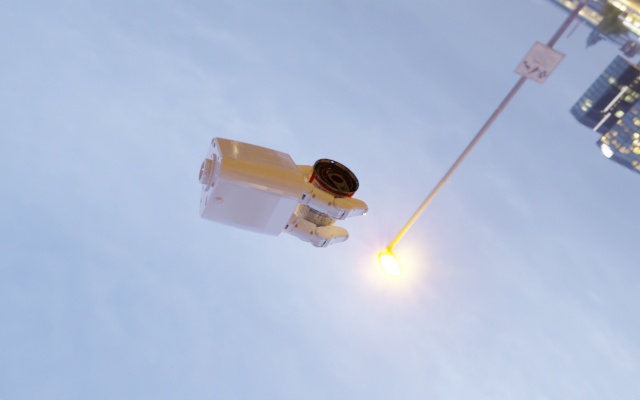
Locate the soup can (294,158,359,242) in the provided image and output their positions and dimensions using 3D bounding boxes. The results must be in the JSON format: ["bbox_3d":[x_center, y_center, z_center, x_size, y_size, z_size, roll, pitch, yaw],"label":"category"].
[{"bbox_3d":[0.000,0.002,0.662,0.068,0.102,0.068,21,35,-15],"label":"soup can"}]
